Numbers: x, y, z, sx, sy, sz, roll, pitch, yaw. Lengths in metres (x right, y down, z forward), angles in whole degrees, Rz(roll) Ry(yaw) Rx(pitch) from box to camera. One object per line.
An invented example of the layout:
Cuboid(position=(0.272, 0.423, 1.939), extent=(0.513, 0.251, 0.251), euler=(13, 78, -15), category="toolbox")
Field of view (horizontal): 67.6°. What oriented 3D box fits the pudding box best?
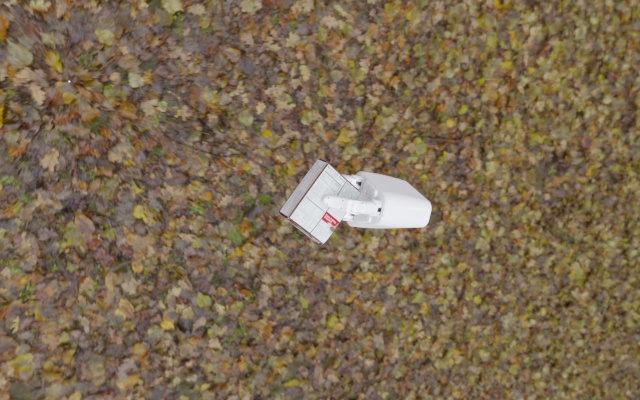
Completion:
Cuboid(position=(0.000, 0.003, 0.777), extent=(0.090, 0.113, 0.039), euler=(40, -9, -33), category="pudding box")
